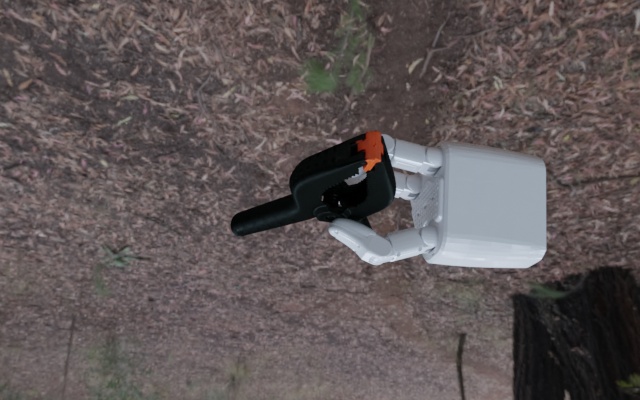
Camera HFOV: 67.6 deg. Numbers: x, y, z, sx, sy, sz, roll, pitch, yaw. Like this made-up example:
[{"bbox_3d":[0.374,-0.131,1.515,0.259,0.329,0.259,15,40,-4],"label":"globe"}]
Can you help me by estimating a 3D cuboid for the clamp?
[{"bbox_3d":[0.000,0.002,0.447,0.164,0.036,0.210,6,-27,-9],"label":"clamp"}]
